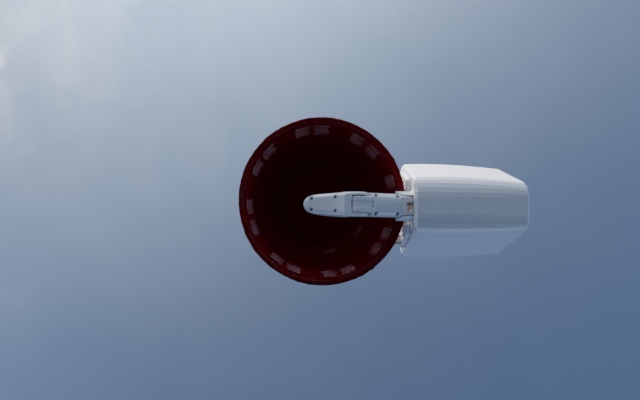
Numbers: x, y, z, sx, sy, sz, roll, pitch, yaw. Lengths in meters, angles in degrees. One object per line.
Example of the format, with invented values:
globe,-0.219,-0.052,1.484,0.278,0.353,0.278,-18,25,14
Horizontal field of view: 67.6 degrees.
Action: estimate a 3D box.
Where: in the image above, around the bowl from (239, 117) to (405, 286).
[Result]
bowl,-0.001,0.001,0.481,0.162,0.162,0.055,0,-4,-7
